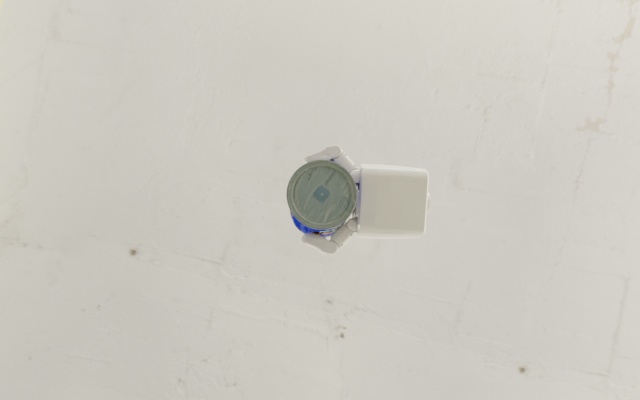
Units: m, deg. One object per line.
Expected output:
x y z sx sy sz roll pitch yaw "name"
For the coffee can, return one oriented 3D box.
0.000 0.003 0.756 0.103 0.103 0.140 0 -10 -2 "coffee can"
